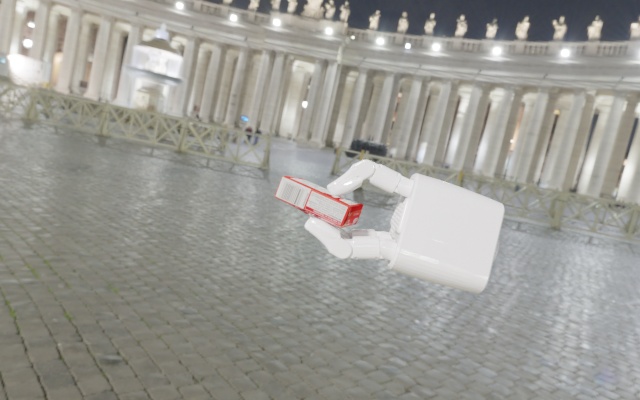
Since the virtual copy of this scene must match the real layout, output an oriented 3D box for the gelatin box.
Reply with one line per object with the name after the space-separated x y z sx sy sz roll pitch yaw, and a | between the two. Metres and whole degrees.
0.000 0.001 0.560 0.089 0.030 0.073 24 6 13 | gelatin box
